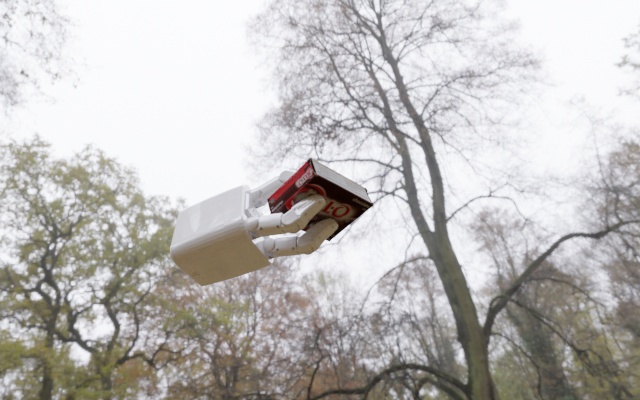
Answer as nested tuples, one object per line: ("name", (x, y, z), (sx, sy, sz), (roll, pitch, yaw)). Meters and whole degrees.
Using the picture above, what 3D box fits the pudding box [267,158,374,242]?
("pudding box", (0.000, 0.002, 0.636), (0.113, 0.039, 0.090), (24, -53, -40))
